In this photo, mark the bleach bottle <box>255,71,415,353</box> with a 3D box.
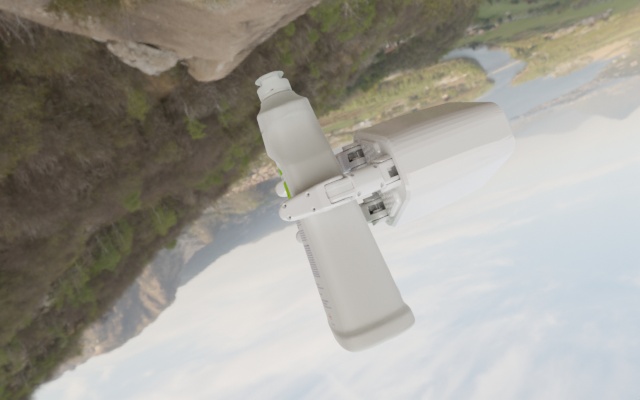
[{"bbox_3d":[0.000,0.001,0.432,0.068,0.251,0.102,-22,-1,-10],"label":"bleach bottle"}]
